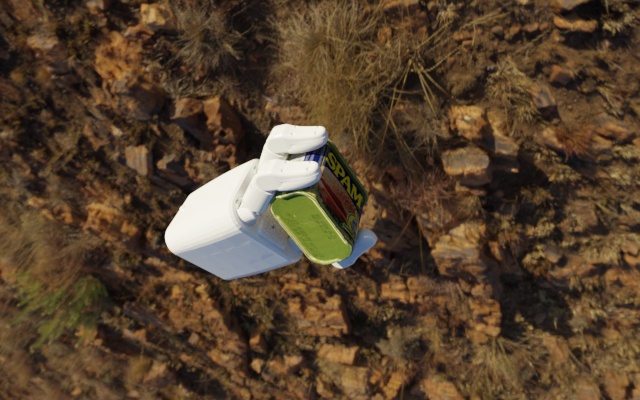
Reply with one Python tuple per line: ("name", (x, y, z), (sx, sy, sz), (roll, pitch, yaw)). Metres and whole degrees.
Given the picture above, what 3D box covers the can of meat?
("can of meat", (0.000, 0.002, 0.482), (0.057, 0.102, 0.084), (-19, 33, 30))
